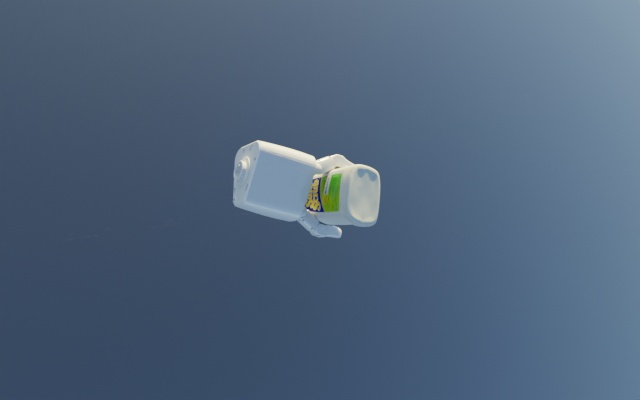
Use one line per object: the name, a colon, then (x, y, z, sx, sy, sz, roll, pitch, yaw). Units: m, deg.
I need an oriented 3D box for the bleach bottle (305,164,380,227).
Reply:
bleach bottle: (0.000, 0.003, 0.858, 0.068, 0.102, 0.251, 14, -14, -33)
